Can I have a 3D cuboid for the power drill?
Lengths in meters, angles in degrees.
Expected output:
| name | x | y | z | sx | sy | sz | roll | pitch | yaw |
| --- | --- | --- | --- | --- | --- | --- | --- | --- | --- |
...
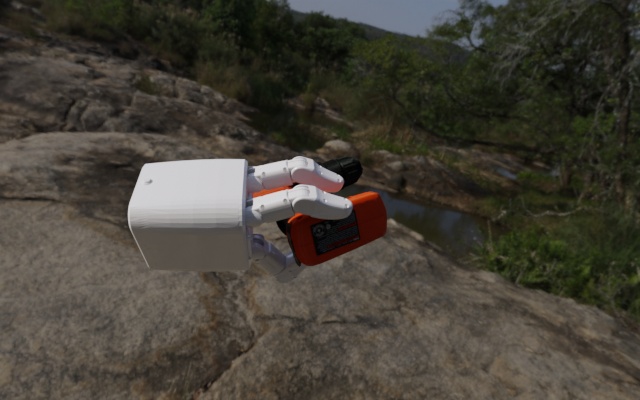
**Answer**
| name | x | y | z | sx | sy | sz | roll | pitch | yaw |
| --- | --- | --- | --- | --- | --- | --- | --- | --- | --- |
| power drill | 0.000 | 0.002 | 0.566 | 0.184 | 0.057 | 0.187 | -22 | 22 | -17 |
